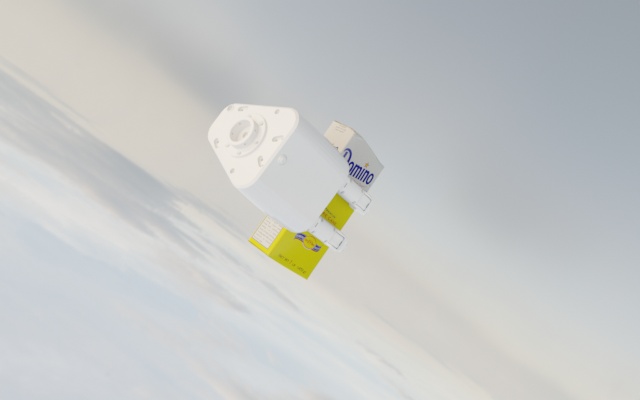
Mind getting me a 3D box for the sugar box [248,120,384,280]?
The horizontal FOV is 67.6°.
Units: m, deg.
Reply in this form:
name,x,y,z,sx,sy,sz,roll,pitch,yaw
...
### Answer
name,x,y,z,sx,sy,sz,roll,pitch,yaw
sugar box,0.000,0.002,0.579,0.048,0.176,0.093,33,-5,38
